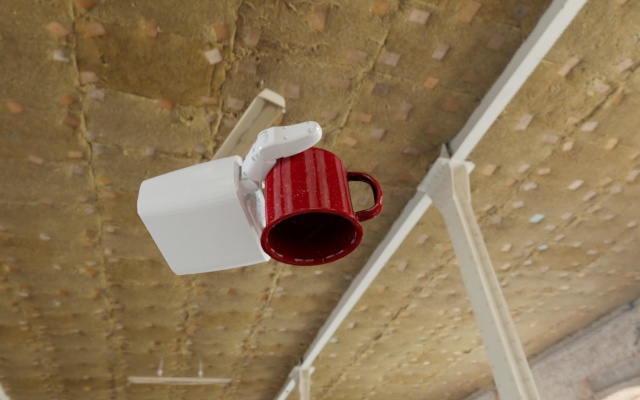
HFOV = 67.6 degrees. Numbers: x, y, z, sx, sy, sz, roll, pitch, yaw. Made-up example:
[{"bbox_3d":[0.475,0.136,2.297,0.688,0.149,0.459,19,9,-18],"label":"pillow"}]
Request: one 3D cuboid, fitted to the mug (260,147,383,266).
[{"bbox_3d":[0.001,0.001,0.451,0.117,0.081,0.093,-12,-38,7],"label":"mug"}]
